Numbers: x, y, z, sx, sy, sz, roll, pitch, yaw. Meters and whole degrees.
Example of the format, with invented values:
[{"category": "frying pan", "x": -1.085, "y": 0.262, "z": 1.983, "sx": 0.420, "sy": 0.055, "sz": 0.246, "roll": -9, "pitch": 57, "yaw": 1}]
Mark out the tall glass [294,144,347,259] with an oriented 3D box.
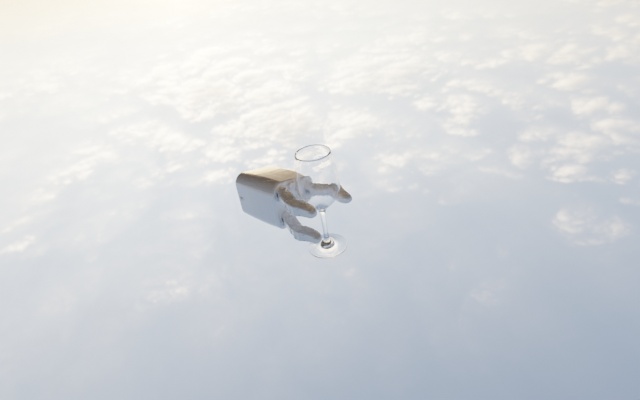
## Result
[{"category": "tall glass", "x": 0.000, "y": 0.003, "z": 0.853, "sx": 0.079, "sy": 0.201, "sz": 0.079, "roll": -6, "pitch": 32, "yaw": 4}]
